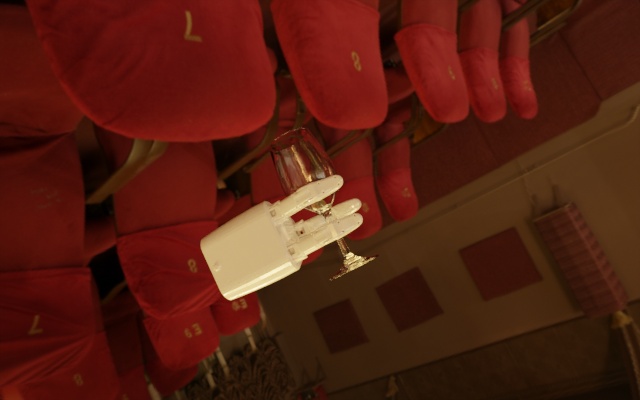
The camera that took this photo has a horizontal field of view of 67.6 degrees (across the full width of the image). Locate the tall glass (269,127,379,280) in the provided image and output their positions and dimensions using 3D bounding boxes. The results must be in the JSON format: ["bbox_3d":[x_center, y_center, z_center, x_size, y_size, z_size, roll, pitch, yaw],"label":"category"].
[{"bbox_3d":[0.001,0.003,0.648,0.079,0.201,0.079,-26,-8,-4],"label":"tall glass"}]
